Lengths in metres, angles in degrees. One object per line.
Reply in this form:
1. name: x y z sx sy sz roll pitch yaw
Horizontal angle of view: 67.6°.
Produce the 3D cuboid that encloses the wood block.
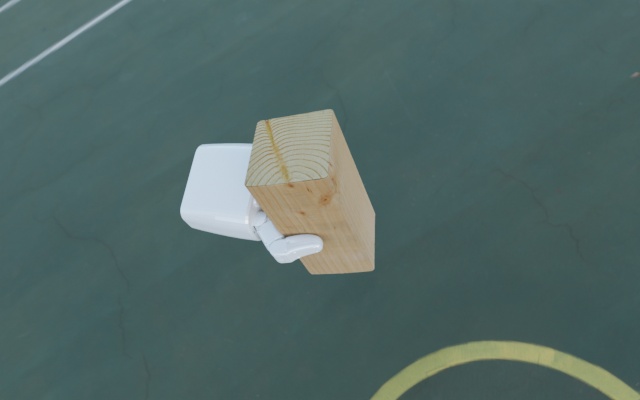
1. wood block: 0.000 0.002 0.565 0.090 0.090 0.206 -6 -35 18
